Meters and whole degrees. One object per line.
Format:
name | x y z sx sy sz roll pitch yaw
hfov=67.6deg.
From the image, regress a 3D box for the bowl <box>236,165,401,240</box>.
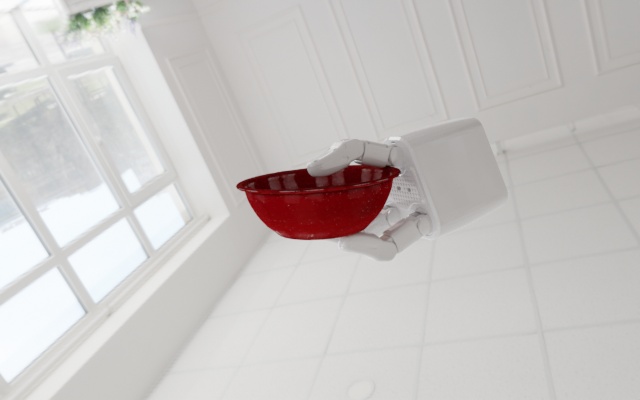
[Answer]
bowl | -0.001 0.002 0.475 0.162 0.055 0.162 -4 10 1
